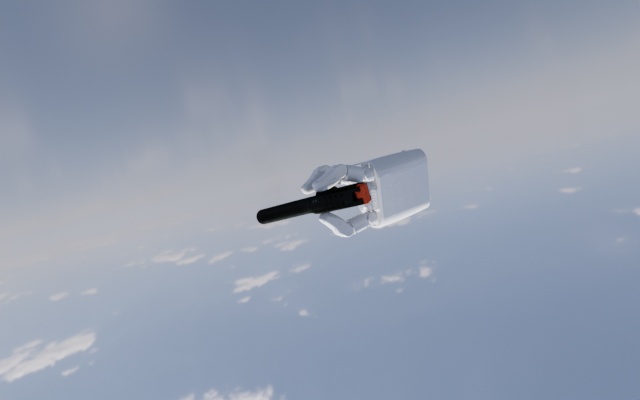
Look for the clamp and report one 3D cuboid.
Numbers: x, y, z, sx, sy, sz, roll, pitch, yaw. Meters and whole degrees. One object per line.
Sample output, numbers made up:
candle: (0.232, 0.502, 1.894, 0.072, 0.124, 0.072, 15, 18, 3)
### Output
clamp: (0.001, 0.003, 0.742, 0.164, 0.036, 0.210, -20, 6, -25)
